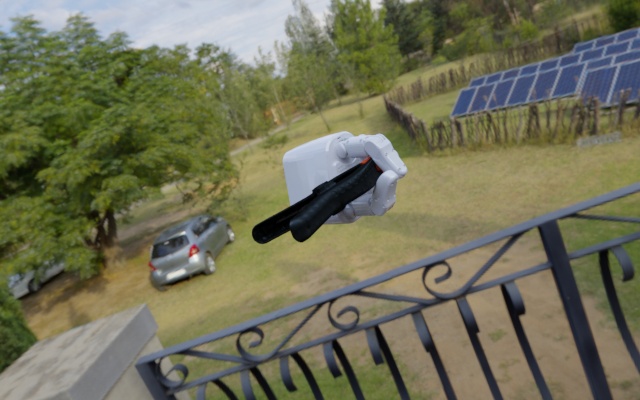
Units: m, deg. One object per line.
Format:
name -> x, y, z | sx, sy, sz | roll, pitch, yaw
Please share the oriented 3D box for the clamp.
clamp -> 0.000, 0.001, 0.548 | 0.171, 0.039, 0.120 | -33, 16, -36
